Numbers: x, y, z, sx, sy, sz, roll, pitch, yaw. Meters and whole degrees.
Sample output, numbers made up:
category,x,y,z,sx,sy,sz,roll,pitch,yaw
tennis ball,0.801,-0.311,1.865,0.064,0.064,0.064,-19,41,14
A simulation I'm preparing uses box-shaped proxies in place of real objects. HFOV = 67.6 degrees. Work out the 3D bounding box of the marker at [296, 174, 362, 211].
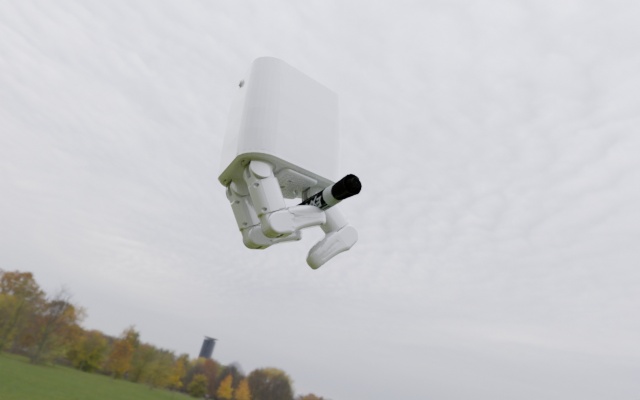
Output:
category,x,y,z,sx,sy,sz,roll,pitch,yaw
marker,0.000,0.002,0.441,0.020,0.020,0.121,0,-16,-30
